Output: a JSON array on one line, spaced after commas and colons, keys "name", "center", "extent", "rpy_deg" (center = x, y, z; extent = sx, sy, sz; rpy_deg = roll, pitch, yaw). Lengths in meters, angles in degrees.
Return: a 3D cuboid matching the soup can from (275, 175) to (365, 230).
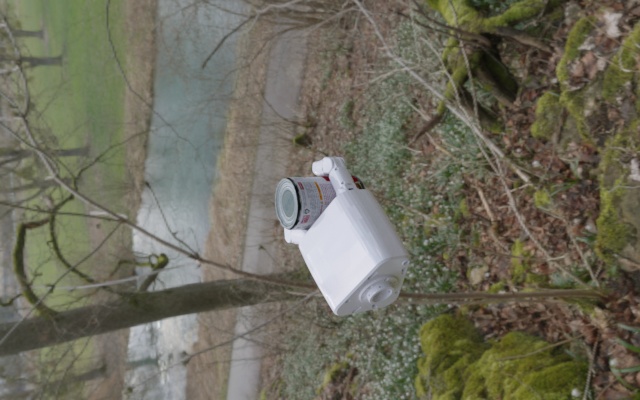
[{"name": "soup can", "center": [0.000, 0.002, 0.625], "extent": [0.102, 0.068, 0.068], "rpy_deg": [-3, 2, -30]}]
